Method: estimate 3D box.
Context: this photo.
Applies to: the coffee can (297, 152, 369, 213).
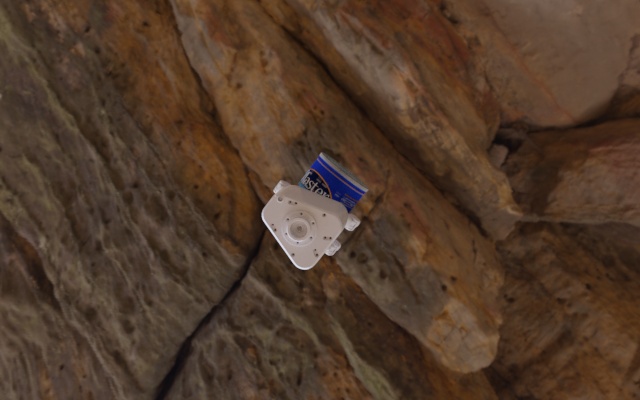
[{"bbox_3d":[0.000,0.003,0.825,0.103,0.140,0.103,37,9,-6],"label":"coffee can"}]
